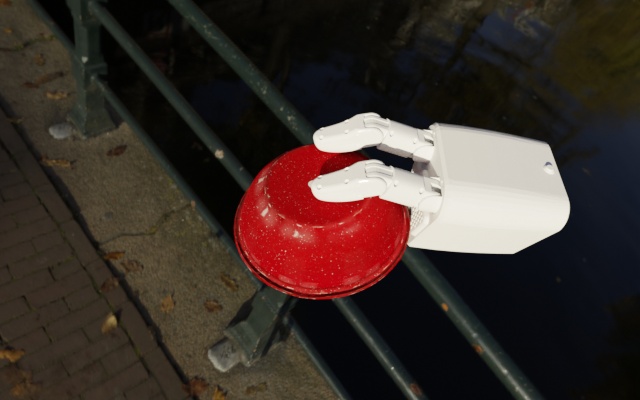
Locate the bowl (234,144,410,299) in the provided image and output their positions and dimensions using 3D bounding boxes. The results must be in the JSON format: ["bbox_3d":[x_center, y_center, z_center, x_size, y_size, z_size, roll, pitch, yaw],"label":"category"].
[{"bbox_3d":[-0.001,0.001,0.418,0.162,0.162,0.055,0,-38,3],"label":"bowl"}]
